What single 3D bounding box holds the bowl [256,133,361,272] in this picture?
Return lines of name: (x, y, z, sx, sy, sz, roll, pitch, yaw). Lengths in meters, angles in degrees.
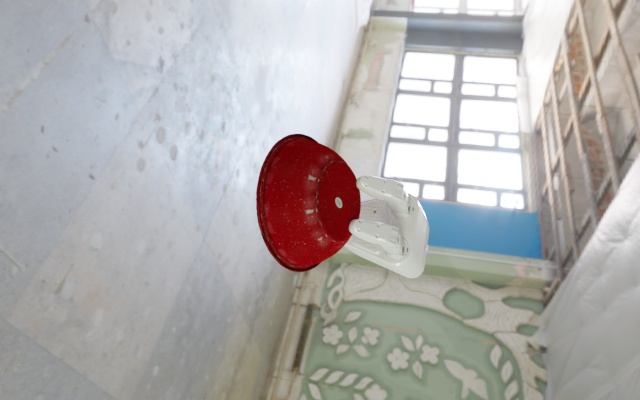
bowl: (0.000, 0.002, 0.543, 0.055, 0.162, 0.162, -2, -1, 35)
